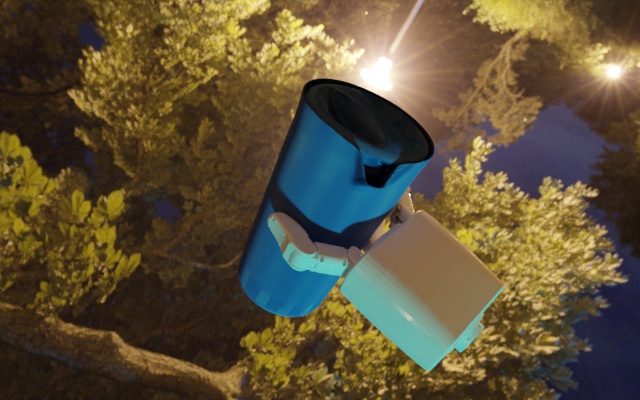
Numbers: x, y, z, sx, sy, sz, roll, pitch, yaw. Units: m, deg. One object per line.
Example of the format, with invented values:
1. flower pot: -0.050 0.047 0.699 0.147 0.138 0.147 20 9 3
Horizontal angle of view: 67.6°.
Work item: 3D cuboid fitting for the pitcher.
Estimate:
1. pitcher: 0.000 0.002 0.505 0.145 0.243 0.149 42 35 19
